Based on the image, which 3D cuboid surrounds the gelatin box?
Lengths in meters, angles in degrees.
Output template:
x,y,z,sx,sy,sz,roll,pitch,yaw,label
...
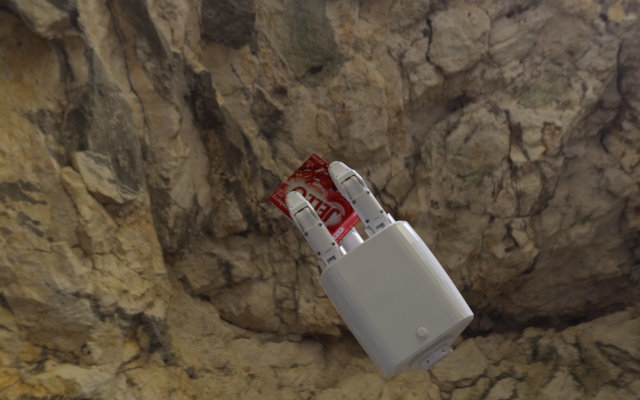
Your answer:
x,y,z,sx,sy,sz,roll,pitch,yaw,label
0.000,0.002,0.511,0.089,0.073,0.030,40,-9,30,gelatin box
